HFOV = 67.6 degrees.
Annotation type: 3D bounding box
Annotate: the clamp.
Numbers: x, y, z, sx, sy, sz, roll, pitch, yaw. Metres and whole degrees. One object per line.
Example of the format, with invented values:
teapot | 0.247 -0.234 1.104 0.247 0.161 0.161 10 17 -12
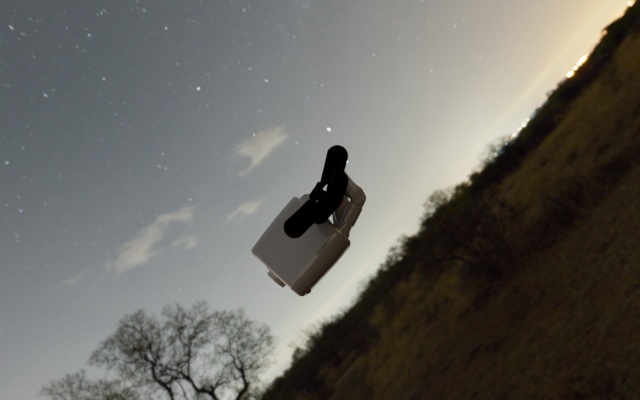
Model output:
clamp | 0.000 0.002 0.616 0.039 0.120 0.171 37 -6 13
